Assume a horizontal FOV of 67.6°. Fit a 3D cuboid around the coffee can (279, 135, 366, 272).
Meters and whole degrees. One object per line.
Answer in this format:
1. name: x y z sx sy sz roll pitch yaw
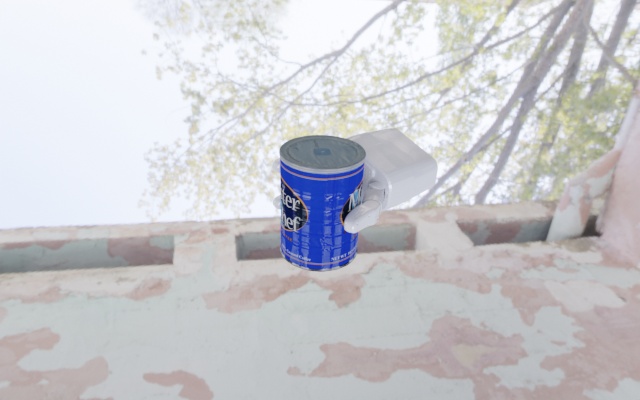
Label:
1. coffee can: 0.000 0.002 0.596 0.103 0.140 0.102 2 29 -1
